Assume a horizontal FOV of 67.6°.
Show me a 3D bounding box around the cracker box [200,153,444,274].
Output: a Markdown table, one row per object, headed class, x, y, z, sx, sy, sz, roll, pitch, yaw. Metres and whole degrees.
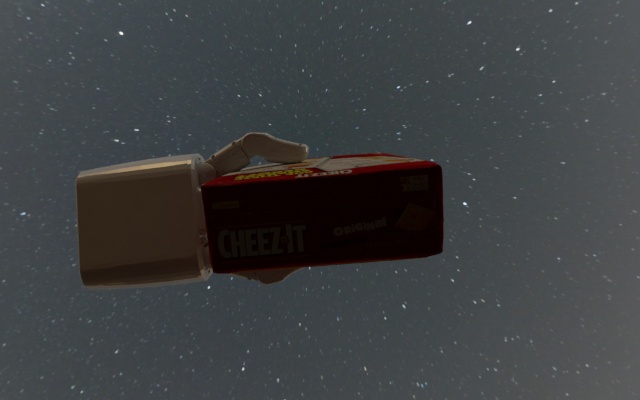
| class | x | y | z | sx | sy | sz | roll | pitch | yaw |
| --- | --- | --- | --- | --- | --- | --- | --- | --- | --- |
| cracker box | 0.000 | 0.001 | 0.426 | 0.164 | 0.072 | 0.213 | -5 | 8 | -1 |
